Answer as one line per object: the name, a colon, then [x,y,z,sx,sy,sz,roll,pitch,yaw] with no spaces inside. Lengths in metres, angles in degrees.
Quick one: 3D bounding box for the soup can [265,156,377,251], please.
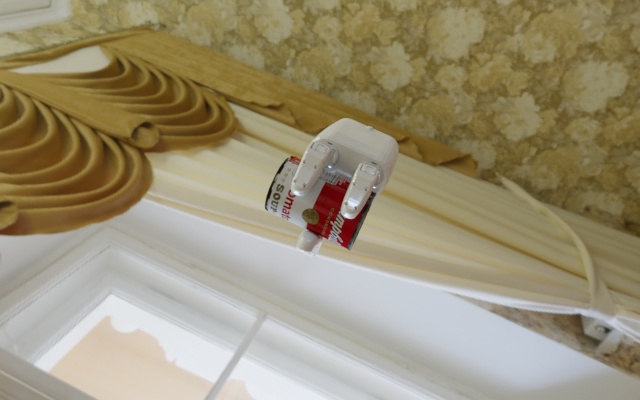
soup can: [0.000,0.002,0.513,0.102,0.068,0.068,25,3,6]
